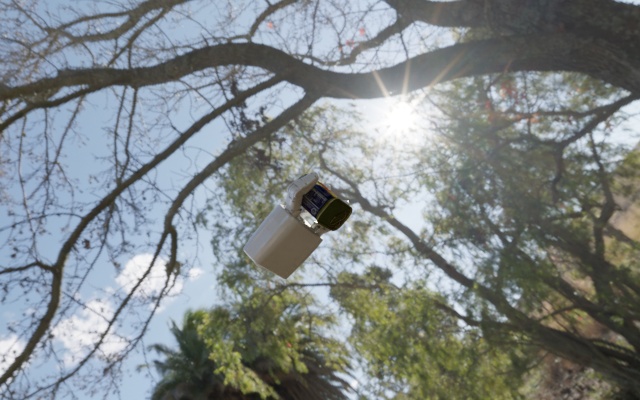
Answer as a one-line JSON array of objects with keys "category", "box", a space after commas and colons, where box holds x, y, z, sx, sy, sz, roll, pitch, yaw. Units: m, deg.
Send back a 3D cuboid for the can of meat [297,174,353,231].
[{"category": "can of meat", "box": [0.000, 0.003, 0.870, 0.084, 0.057, 0.102, 42, 5, 27]}]
